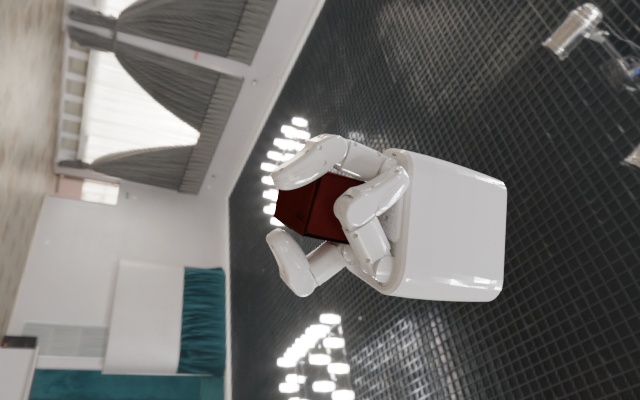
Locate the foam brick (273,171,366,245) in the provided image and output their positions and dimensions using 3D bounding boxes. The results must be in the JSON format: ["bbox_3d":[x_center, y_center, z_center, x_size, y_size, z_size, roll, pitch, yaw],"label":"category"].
[{"bbox_3d":[0.000,0.001,0.400,0.051,0.053,0.078,12,6,-25],"label":"foam brick"}]
